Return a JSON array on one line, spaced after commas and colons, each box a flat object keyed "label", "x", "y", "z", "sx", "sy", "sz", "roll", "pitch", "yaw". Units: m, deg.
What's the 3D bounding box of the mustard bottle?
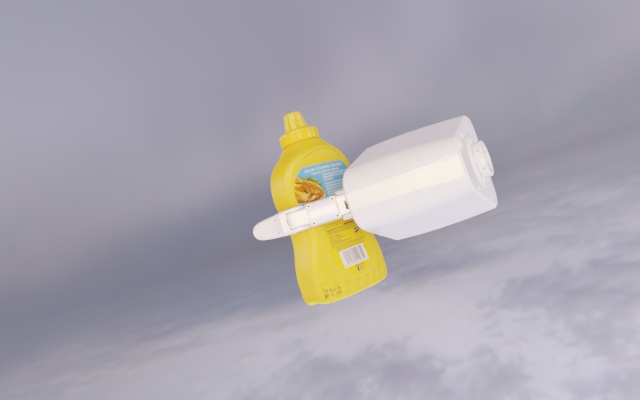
[{"label": "mustard bottle", "x": 0.000, "y": 0.002, "z": 0.488, "sx": 0.096, "sy": 0.191, "sz": 0.058, "roll": -16, "pitch": -4, "yaw": -37}]
